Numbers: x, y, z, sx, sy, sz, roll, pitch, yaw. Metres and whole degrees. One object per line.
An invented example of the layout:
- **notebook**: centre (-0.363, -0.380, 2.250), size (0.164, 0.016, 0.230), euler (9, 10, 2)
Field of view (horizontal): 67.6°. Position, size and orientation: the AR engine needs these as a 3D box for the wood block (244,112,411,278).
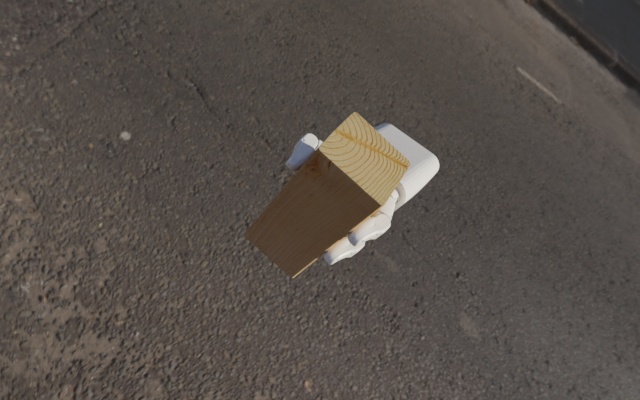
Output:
- **wood block**: centre (0.000, 0.001, 0.583), size (0.206, 0.091, 0.090), euler (-45, 4, 47)
